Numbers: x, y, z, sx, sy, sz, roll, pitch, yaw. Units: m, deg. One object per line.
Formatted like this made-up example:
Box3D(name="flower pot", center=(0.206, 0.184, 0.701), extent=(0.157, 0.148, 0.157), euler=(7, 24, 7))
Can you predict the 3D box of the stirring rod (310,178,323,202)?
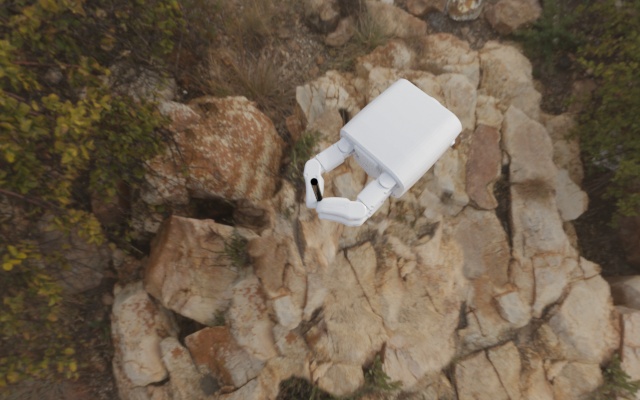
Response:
Box3D(name="stirring rod", center=(0.000, 0.002, 0.589), extent=(0.011, 0.011, 0.239), euler=(0, -10, 3))
